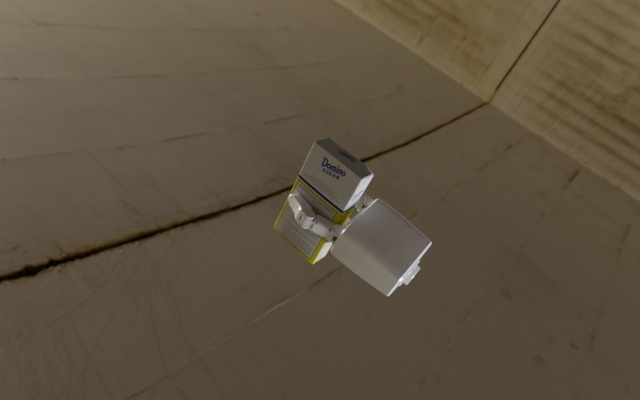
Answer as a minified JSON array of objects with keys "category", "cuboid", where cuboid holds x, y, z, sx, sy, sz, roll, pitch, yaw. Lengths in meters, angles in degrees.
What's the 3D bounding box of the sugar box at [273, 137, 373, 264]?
[{"category":"sugar box","cuboid":[0.000,0.002,0.723,0.093,0.176,0.048,41,33,17]}]
